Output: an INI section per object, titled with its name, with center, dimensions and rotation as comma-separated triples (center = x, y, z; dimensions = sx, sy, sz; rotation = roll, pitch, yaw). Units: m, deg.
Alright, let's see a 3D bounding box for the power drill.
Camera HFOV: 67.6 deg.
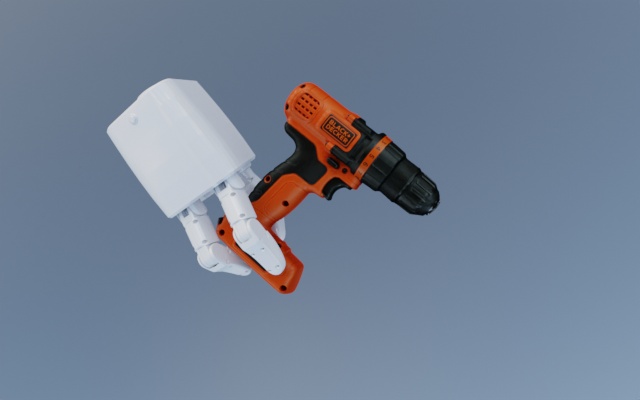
[power drill]
center = 0.000, 0.002, 0.487
dimensions = 0.184, 0.187, 0.057
rotation = 40, 6, 10
